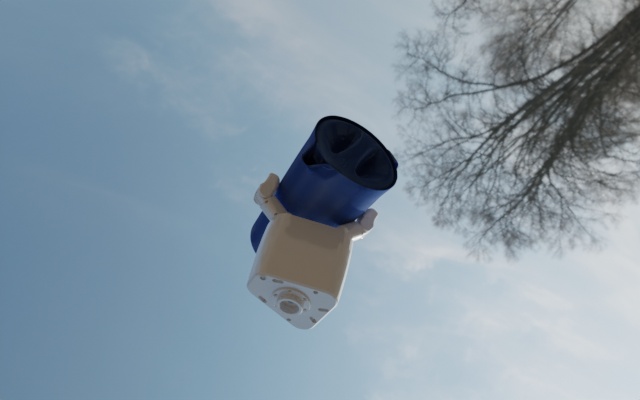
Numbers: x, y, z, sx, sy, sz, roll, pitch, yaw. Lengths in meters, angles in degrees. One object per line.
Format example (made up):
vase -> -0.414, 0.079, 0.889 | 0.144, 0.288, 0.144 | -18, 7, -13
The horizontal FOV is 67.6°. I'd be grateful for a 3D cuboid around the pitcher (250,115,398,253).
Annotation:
pitcher -> 0.000, 0.002, 0.715 | 0.149, 0.145, 0.243 | 31, -51, -12
